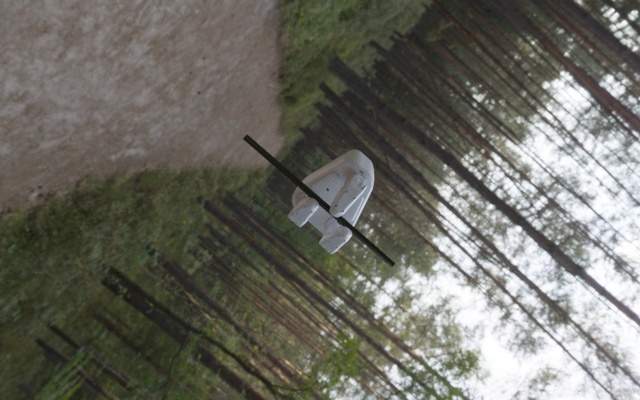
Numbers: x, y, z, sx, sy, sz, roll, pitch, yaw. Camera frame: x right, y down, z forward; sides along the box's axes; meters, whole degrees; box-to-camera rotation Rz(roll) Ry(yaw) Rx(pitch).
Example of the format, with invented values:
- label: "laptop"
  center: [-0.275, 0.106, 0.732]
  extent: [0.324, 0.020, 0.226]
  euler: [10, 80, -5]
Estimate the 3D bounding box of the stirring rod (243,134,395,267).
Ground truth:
- label: "stirring rod"
  center: [0.000, 0.002, 0.584]
  extent: [0.239, 0.011, 0.011]
  euler: [41, -5, -6]
